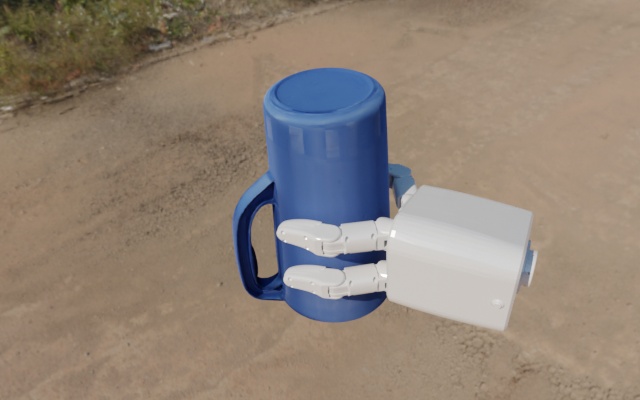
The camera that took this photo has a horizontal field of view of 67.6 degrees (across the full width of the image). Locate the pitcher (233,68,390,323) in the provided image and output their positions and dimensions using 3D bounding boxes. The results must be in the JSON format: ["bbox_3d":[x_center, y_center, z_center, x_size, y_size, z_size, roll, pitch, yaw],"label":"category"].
[{"bbox_3d":[0.000,0.002,0.482,0.145,0.243,0.149,14,41,22],"label":"pitcher"}]
